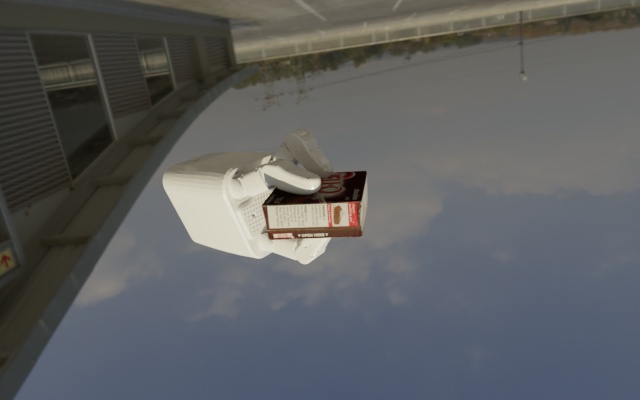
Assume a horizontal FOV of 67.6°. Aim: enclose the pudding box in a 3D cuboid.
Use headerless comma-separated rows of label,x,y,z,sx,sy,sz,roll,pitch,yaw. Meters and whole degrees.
pudding box,0.000,0.002,0.470,0.090,0.039,0.113,-3,19,9
